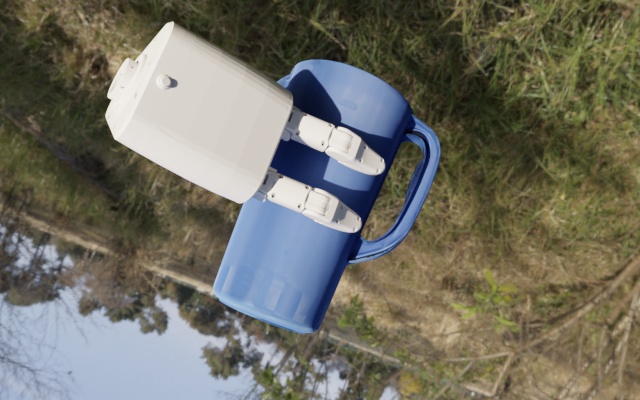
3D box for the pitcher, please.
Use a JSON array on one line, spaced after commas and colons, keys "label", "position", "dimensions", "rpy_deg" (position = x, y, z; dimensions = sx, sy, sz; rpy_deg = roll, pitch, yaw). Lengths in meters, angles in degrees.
[{"label": "pitcher", "position": [0.000, 0.001, 0.468], "dimensions": [0.145, 0.243, 0.149], "rpy_deg": [28, -12, -34]}]
